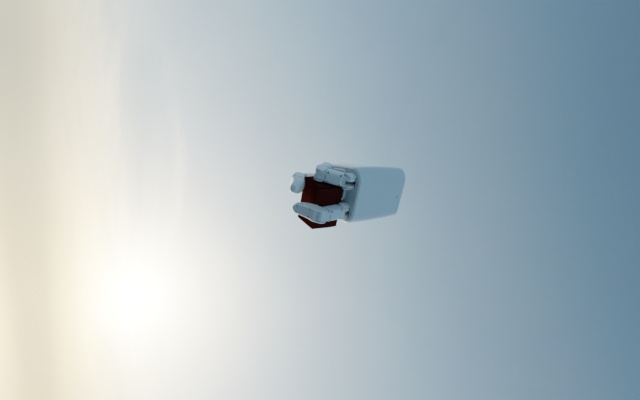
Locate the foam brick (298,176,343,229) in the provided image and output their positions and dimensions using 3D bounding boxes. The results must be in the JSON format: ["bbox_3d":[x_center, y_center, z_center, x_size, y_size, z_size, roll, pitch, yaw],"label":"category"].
[{"bbox_3d":[0.000,0.003,0.820,0.051,0.078,0.053,-5,28,-32],"label":"foam brick"}]
